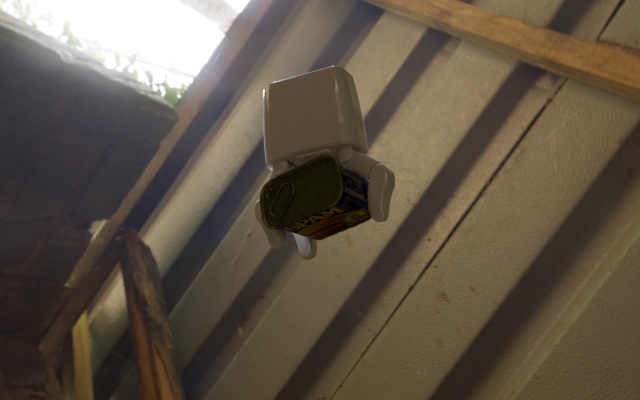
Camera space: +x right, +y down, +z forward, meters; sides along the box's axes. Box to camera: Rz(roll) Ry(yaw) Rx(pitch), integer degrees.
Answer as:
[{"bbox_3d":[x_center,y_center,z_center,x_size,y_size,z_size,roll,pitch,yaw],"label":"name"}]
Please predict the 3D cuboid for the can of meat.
[{"bbox_3d":[0.000,0.002,0.519,0.102,0.057,0.084,-23,-26,27],"label":"can of meat"}]
